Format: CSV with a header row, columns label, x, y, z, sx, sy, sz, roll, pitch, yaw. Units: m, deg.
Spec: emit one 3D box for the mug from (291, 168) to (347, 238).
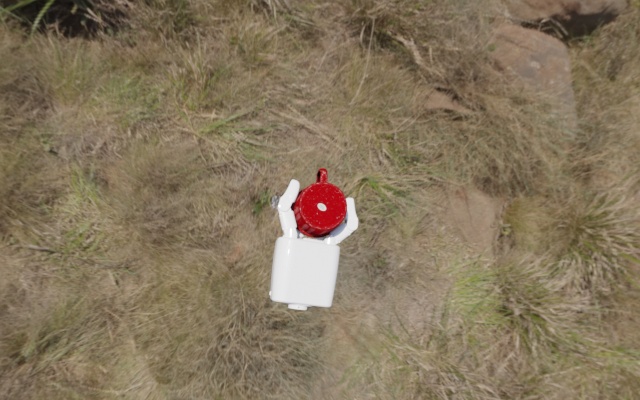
label,x,y,z,sx,sy,sz,roll,pitch,yaw
mug,0.000,0.001,0.811,0.093,0.117,0.081,9,-10,-8
